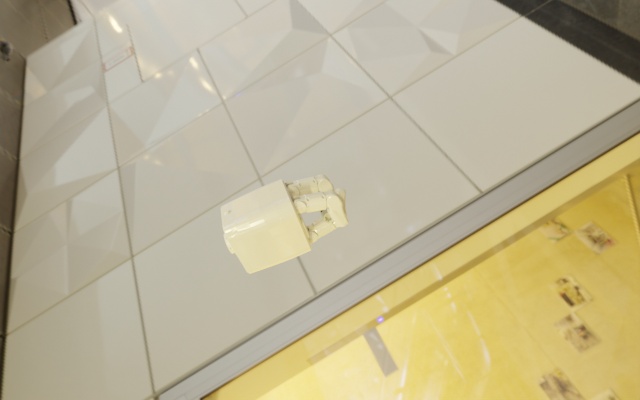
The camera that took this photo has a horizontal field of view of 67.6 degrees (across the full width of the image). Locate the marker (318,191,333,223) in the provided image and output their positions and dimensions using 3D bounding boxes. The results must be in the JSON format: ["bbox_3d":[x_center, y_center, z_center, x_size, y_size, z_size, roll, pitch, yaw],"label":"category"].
[{"bbox_3d":[0.000,0.003,0.770,0.020,0.020,0.121,0,23,-14],"label":"marker"}]
